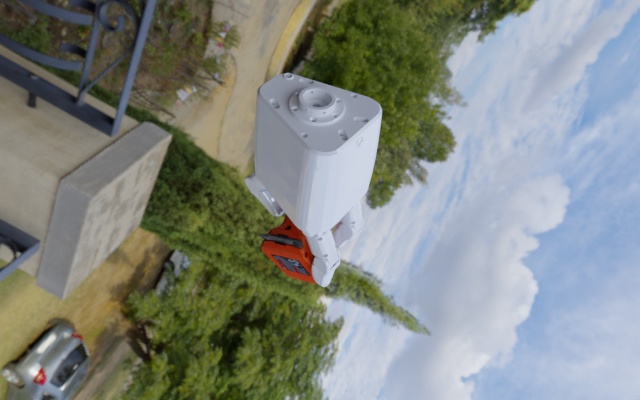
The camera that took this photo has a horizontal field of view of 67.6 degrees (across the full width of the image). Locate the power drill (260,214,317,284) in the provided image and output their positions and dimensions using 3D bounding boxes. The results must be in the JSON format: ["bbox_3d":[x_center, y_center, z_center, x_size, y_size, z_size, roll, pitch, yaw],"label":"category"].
[{"bbox_3d":[0.000,0.002,0.588,0.057,0.187,0.184,8,-24,23],"label":"power drill"}]
